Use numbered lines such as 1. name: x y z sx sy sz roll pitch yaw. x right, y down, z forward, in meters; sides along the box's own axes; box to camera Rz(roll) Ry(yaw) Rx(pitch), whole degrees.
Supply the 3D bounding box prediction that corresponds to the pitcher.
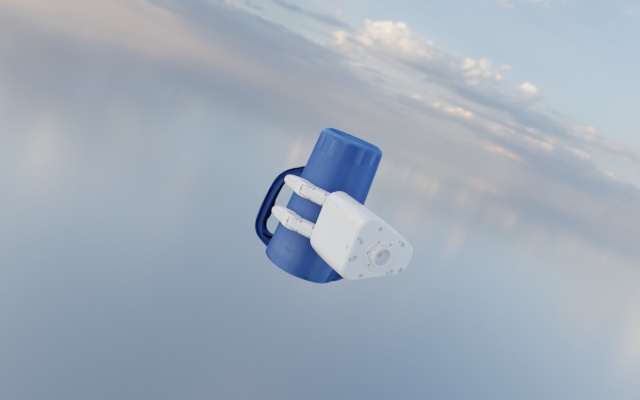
1. pitcher: 0.000 0.003 0.806 0.149 0.243 0.145 16 13 -29
